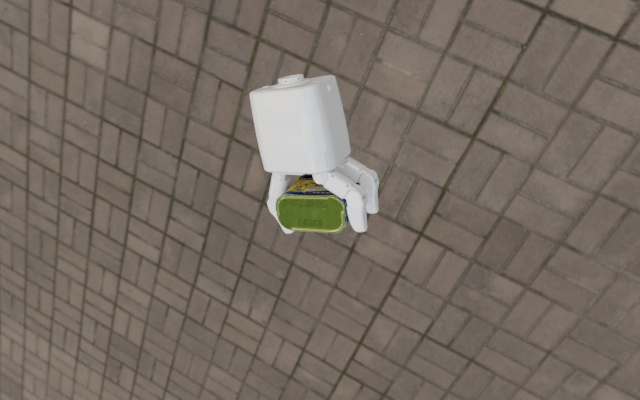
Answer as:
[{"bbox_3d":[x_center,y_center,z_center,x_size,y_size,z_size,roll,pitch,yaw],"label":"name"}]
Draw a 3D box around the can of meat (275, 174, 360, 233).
[{"bbox_3d":[0.000,0.002,0.647,0.102,0.057,0.084,1,22,21],"label":"can of meat"}]
